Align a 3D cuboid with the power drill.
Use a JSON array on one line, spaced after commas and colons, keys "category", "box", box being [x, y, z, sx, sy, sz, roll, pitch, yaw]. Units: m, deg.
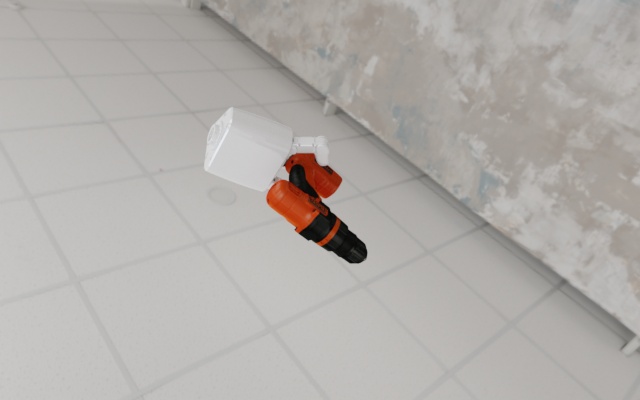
[{"category": "power drill", "box": [0.000, 0.002, 0.769, 0.184, 0.057, 0.187, 40, 21, -20]}]
